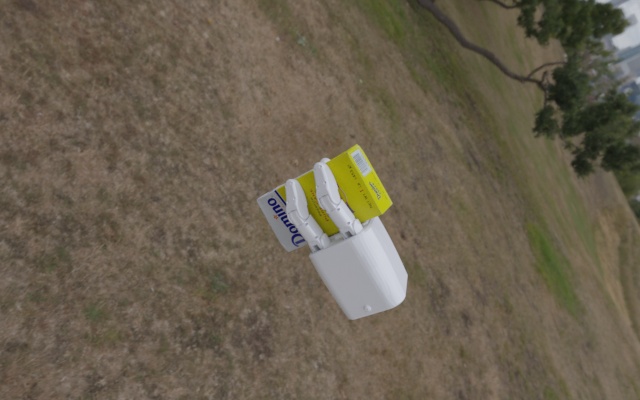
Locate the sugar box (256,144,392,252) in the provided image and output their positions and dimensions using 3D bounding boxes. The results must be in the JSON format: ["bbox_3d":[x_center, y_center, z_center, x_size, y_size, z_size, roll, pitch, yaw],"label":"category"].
[{"bbox_3d":[0.000,0.002,0.659,0.176,0.093,0.048,-26,6,34],"label":"sugar box"}]
